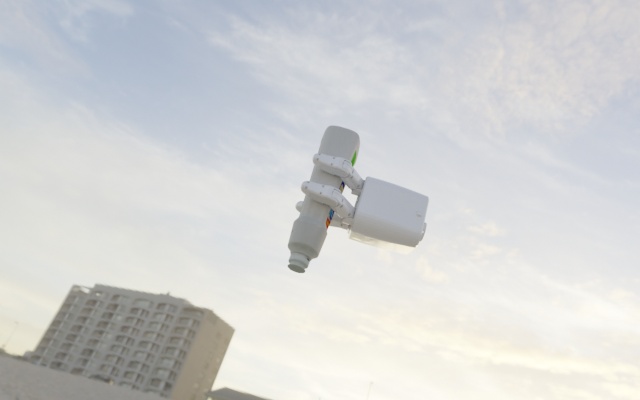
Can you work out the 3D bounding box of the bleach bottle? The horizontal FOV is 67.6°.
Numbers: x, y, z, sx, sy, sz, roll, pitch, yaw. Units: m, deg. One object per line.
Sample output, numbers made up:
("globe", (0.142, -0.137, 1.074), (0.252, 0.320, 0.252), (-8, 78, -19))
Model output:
("bleach bottle", (0.000, 0.002, 0.769), (0.068, 0.250, 0.103), (17, -30, 5))
